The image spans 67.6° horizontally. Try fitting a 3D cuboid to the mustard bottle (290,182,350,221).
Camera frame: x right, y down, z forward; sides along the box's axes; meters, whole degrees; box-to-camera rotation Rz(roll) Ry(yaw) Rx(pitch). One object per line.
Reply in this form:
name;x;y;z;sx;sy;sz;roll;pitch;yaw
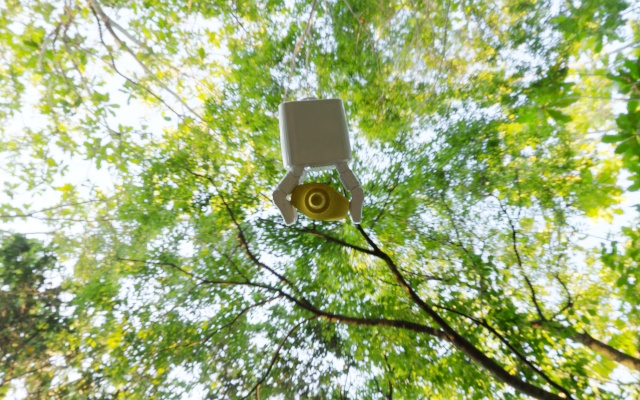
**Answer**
mustard bottle;0.000;0.003;0.789;0.096;0.058;0.191;17;-2;4
